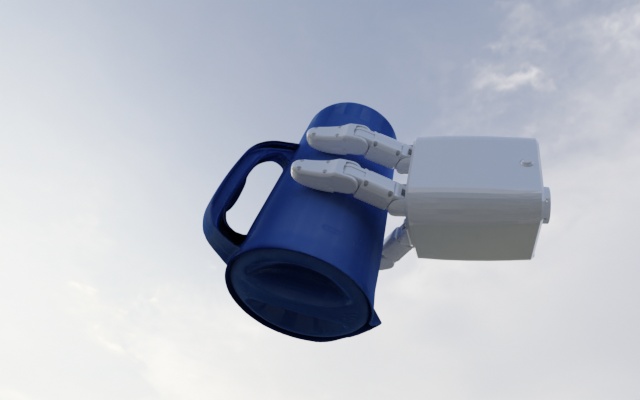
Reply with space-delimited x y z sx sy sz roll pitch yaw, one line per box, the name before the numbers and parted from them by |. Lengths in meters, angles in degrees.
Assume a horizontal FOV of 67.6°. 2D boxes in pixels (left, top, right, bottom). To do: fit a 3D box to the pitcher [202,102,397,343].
pitcher | 0.000 0.002 0.483 0.145 0.149 0.242 0 43 20
